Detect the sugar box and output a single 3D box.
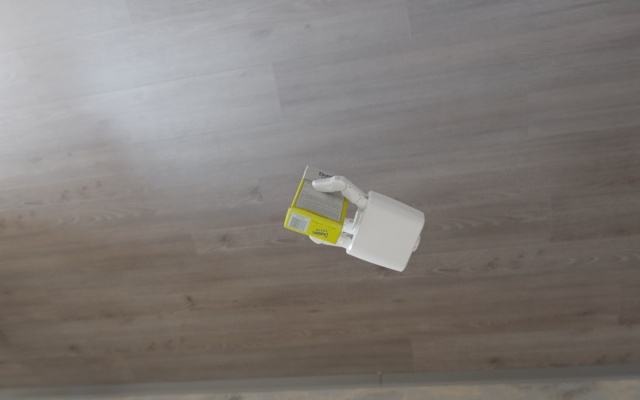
[{"bbox_3d":[0.000,0.003,0.847,0.093,0.048,0.176,20,26,-1],"label":"sugar box"}]
